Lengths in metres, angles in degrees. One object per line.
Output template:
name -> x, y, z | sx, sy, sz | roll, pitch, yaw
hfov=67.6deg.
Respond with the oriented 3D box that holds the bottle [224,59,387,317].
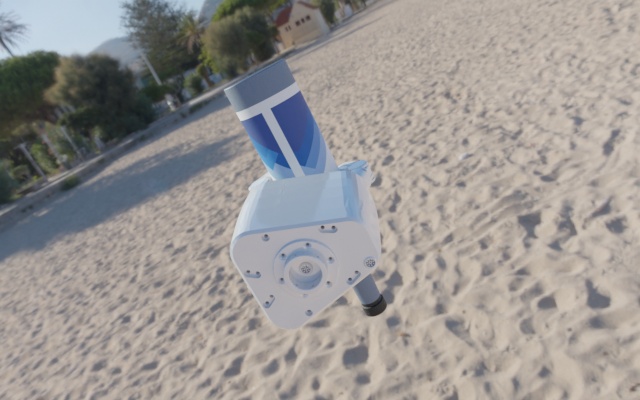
bottle -> 0.000, 0.001, 0.508 | 0.069, 0.296, 0.069 | -25, 18, 9
